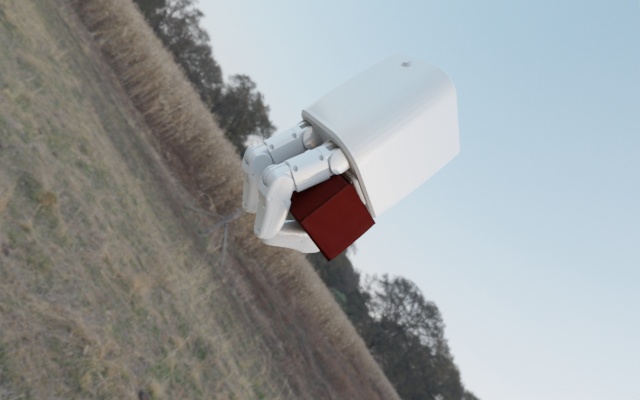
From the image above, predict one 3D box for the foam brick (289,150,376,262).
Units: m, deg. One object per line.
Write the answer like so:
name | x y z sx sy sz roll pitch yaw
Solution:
foam brick | 0.000 0.002 0.405 0.051 0.053 0.078 -37 37 -4
